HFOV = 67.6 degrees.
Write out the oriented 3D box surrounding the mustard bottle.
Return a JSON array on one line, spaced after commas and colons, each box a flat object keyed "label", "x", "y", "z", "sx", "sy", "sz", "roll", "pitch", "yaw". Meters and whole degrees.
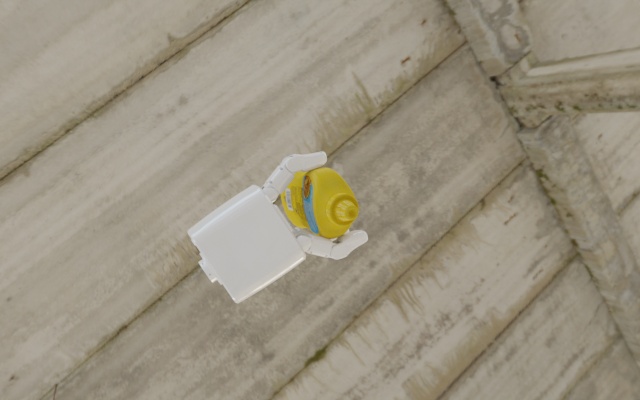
[{"label": "mustard bottle", "x": 0.000, "y": 0.002, "z": 0.654, "sx": 0.058, "sy": 0.096, "sz": 0.191, "roll": -10, "pitch": 11, "yaw": -21}]
